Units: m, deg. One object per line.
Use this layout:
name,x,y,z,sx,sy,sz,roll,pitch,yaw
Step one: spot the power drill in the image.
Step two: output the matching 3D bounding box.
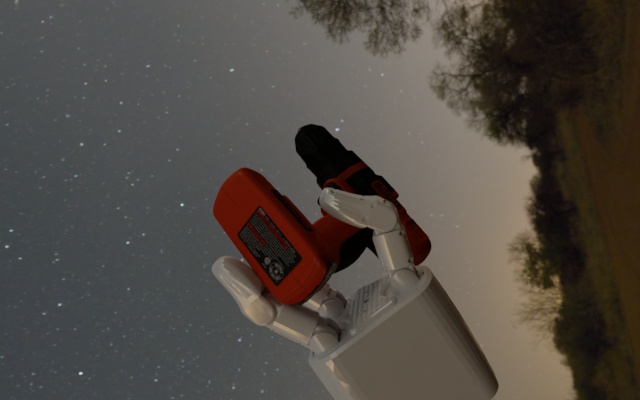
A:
power drill,0.000,0.002,0.421,0.187,0.184,0.057,-16,-31,-54
